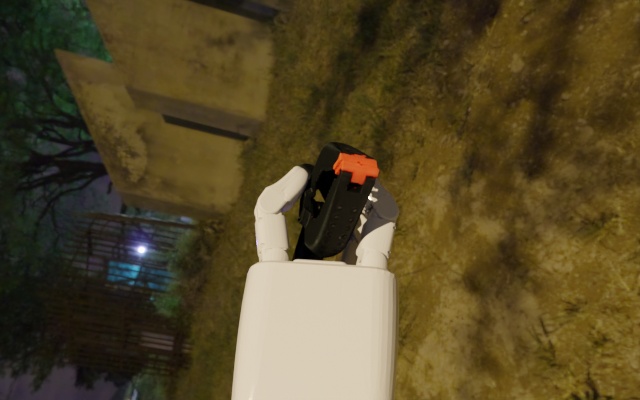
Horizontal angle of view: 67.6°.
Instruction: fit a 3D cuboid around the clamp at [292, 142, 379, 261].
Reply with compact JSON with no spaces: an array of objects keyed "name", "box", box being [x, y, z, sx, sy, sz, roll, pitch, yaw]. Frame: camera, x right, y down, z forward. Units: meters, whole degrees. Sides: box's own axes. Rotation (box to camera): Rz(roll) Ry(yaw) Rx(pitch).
[{"name":"clamp","box":[-0.001,0.001,0.422,0.036,0.164,0.210,9,-29,-12]}]
